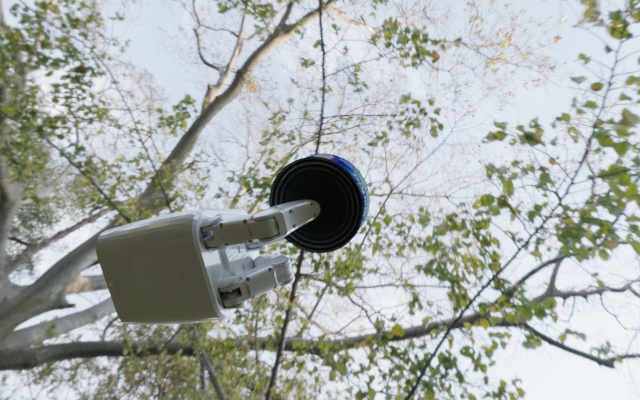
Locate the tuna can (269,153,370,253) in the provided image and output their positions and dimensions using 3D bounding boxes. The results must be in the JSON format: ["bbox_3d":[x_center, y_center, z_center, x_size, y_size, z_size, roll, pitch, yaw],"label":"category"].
[{"bbox_3d":[0.000,0.001,0.427,0.086,0.086,0.033,0,13,18],"label":"tuna can"}]
